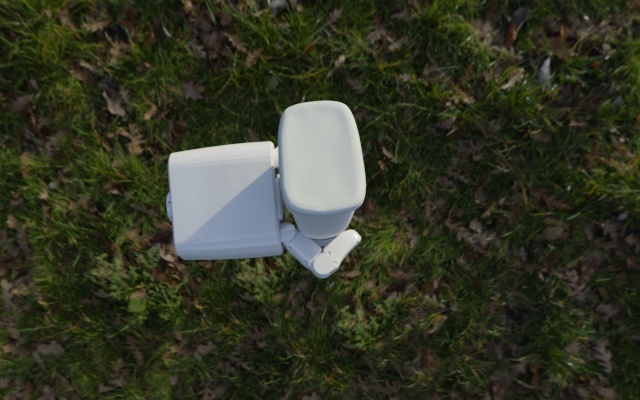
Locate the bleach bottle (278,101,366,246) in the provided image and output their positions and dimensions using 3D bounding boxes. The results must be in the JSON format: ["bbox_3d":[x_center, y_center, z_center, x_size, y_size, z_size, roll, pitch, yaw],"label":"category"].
[{"bbox_3d":[0.000,0.001,0.493,0.068,0.102,0.251,-5,-19,-1],"label":"bleach bottle"}]
